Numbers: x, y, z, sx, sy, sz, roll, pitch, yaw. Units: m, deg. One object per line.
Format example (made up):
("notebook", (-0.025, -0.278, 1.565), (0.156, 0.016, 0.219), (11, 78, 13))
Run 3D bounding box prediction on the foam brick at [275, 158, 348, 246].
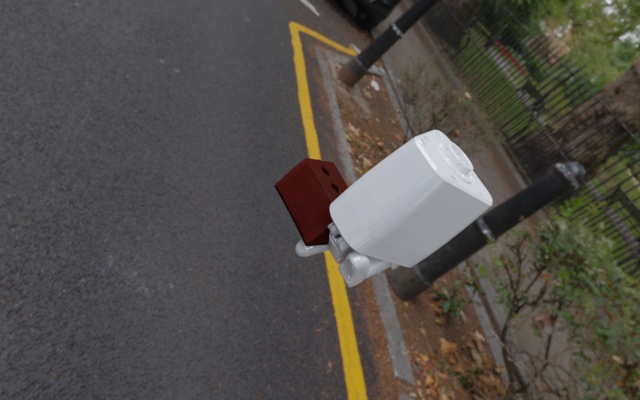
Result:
("foam brick", (0.000, 0.001, 0.499), (0.051, 0.078, 0.053), (-42, -24, 28))
